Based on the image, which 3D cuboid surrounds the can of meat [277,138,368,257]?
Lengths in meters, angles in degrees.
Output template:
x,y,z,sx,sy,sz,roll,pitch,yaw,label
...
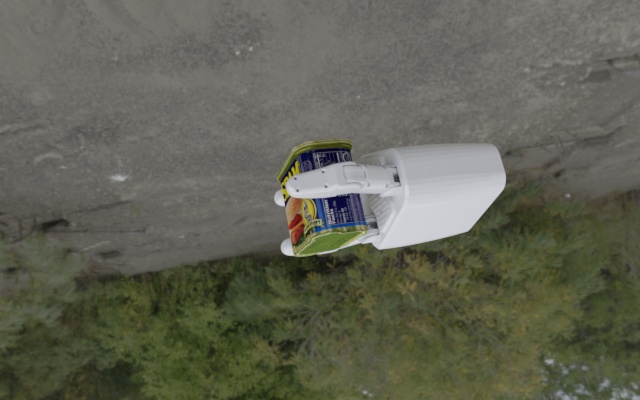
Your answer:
x,y,z,sx,sy,sz,roll,pitch,yaw,label
0.000,0.002,0.448,0.057,0.084,0.102,-6,-15,-19,can of meat
